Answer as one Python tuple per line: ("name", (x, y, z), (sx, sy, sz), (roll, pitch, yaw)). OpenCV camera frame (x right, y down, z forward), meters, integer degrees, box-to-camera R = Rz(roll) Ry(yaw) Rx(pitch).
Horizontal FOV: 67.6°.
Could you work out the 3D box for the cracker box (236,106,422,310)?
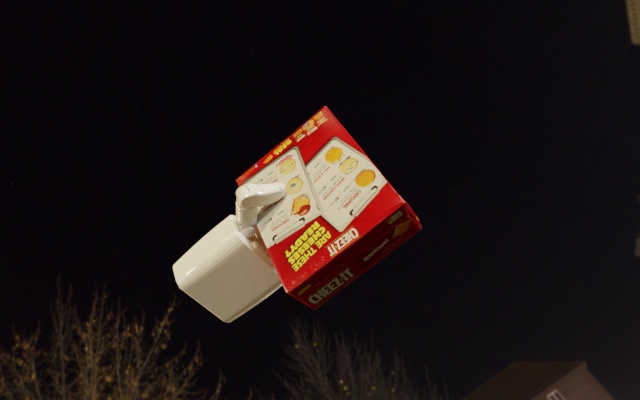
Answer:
("cracker box", (0.000, 0.002, 0.604), (0.072, 0.164, 0.213), (44, 10, -46))
